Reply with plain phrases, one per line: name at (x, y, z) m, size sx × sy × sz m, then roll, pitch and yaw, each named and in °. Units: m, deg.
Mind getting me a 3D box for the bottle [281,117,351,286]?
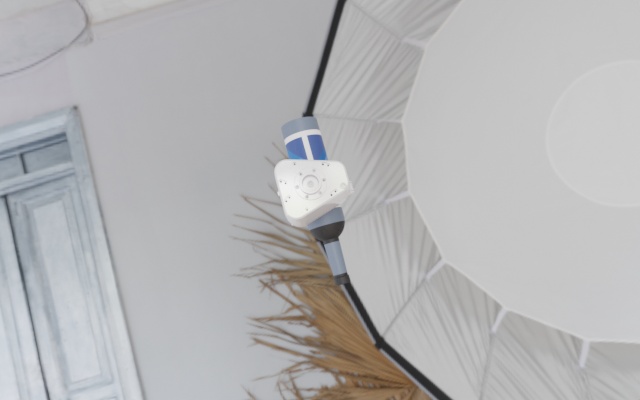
bottle at (0.000, 0.003, 0.840) m, size 0.069 × 0.295 × 0.069 m, roll -15°, pitch -7°, yaw -2°
